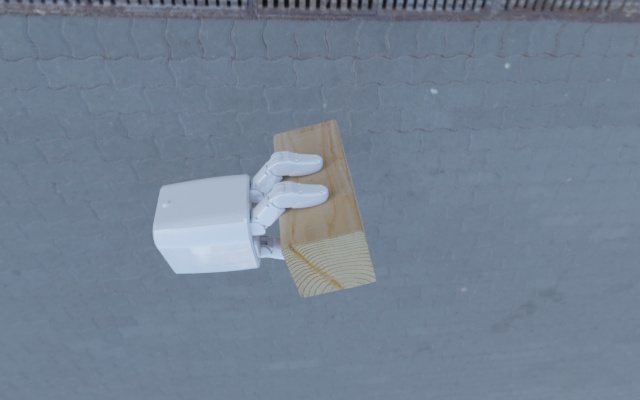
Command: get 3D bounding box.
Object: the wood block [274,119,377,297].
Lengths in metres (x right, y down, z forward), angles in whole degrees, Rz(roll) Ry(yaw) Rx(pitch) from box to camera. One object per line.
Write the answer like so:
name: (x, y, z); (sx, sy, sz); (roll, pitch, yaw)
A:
wood block: (0.000, 0.002, 0.586); (0.090, 0.091, 0.206); (-14, 43, 4)
